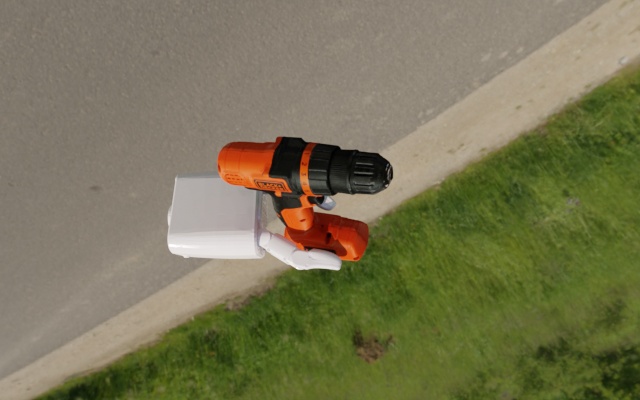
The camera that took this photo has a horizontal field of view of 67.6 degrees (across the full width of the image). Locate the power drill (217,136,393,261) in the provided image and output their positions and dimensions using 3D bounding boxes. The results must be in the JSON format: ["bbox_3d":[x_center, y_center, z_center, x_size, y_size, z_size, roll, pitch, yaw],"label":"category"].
[{"bbox_3d":[0.000,0.002,0.531,0.184,0.057,0.188,8,-30,23],"label":"power drill"}]
